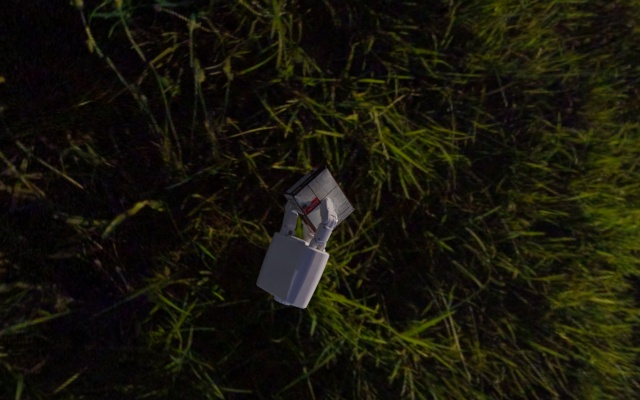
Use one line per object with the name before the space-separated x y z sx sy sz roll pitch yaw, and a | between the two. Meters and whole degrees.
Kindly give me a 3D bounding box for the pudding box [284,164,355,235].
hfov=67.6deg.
pudding box | 0.000 0.003 0.893 0.090 0.113 0.039 -43 27 -17
